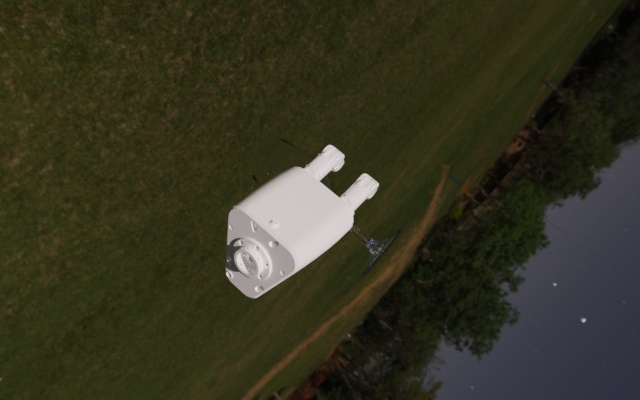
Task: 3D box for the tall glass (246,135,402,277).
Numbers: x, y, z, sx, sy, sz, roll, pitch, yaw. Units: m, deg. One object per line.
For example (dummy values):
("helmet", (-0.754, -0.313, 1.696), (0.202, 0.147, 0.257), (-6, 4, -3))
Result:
("tall glass", (0.001, 0.002, 0.598), (0.201, 0.079, 0.079), (40, 10, 12))
